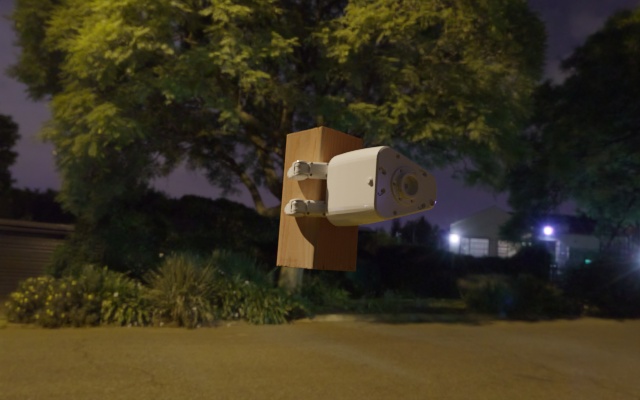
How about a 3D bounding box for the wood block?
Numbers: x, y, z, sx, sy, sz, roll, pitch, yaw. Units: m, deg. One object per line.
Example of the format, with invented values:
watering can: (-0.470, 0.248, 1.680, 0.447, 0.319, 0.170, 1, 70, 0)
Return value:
wood block: (0.001, 0.002, 0.738, 0.091, 0.206, 0.090, 11, -10, -42)
